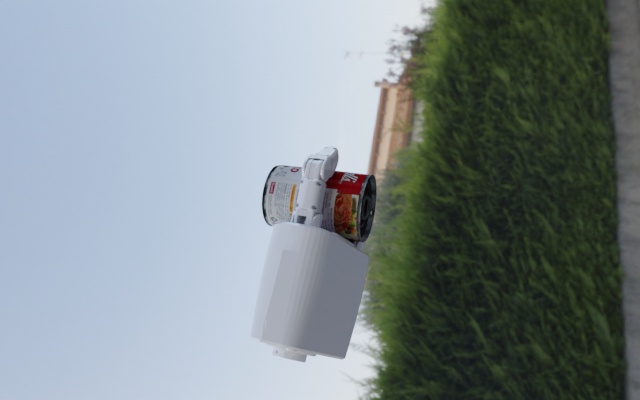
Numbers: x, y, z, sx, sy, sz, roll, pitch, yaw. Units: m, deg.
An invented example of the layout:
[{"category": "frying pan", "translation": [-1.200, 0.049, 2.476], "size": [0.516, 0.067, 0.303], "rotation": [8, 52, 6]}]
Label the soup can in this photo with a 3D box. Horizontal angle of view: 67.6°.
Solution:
[{"category": "soup can", "translation": [0.000, 0.001, 0.488], "size": [0.102, 0.068, 0.068], "rotation": [8, 2, 18]}]
